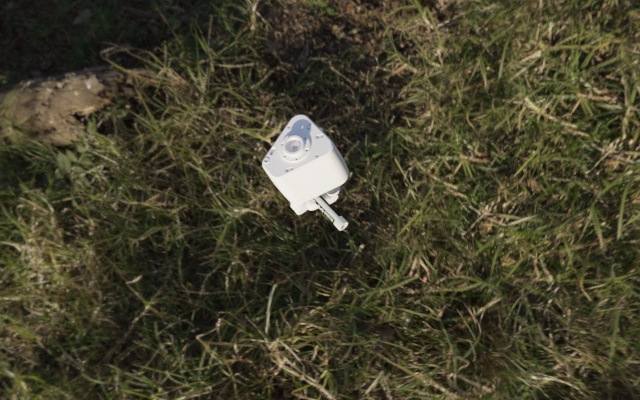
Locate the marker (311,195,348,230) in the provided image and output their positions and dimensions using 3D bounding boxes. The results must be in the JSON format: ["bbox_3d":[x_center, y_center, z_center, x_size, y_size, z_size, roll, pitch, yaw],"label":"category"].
[{"bbox_3d":[0.000,0.003,0.800,0.121,0.020,0.020,46,24,25],"label":"marker"}]
